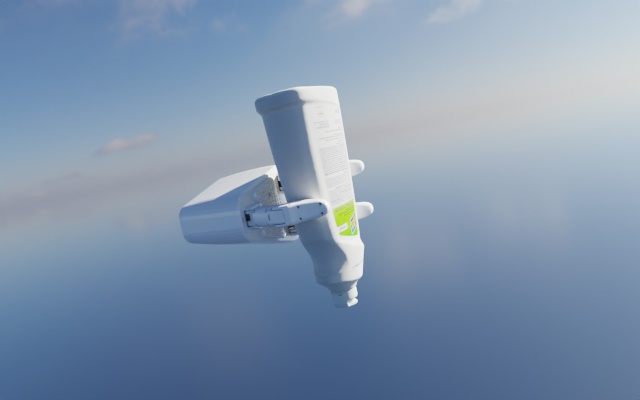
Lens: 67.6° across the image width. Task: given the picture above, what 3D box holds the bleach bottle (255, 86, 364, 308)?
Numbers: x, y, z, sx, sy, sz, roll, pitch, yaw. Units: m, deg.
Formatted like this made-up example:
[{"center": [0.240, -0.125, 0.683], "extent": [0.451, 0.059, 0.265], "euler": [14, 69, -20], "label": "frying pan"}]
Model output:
[{"center": [0.000, 0.002, 0.544], "extent": [0.068, 0.251, 0.102], "euler": [-7, 8, 34], "label": "bleach bottle"}]
